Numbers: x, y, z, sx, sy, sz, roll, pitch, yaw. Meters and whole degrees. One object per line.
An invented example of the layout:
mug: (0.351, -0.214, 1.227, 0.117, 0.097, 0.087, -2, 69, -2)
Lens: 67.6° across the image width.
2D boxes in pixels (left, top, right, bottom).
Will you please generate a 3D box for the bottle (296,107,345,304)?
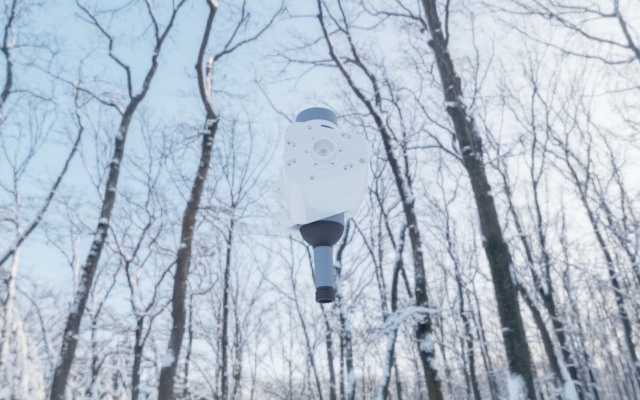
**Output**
bottle: (0.000, 0.002, 0.700, 0.069, 0.295, 0.069, -2, -26, -1)
